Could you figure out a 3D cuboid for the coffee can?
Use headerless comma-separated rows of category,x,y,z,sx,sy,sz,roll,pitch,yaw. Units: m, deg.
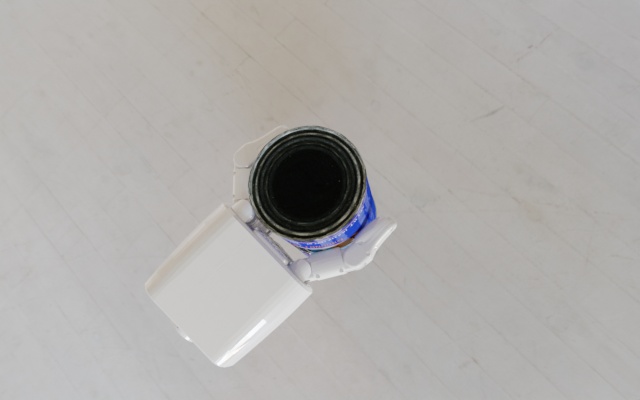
coffee can,0.000,0.001,0.467,0.103,0.102,0.140,0,-14,10
